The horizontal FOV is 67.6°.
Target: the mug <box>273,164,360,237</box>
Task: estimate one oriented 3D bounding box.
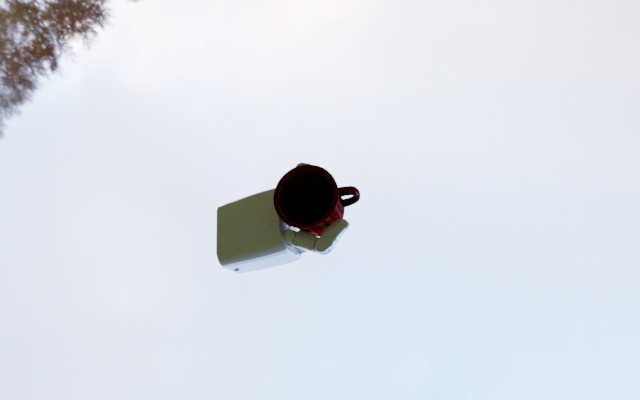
[{"bbox_3d":[0.002,0.002,0.690,0.117,0.093,0.081,-15,-20,10],"label":"mug"}]
